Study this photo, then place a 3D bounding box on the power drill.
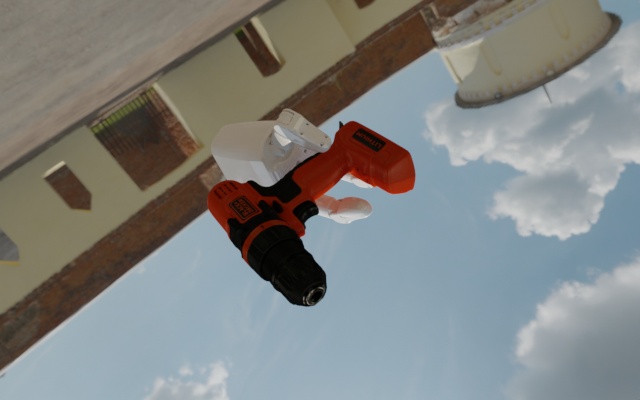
[{"bbox_3d":[0.000,0.001,0.469,0.187,0.057,0.184,-31,45,-20],"label":"power drill"}]
